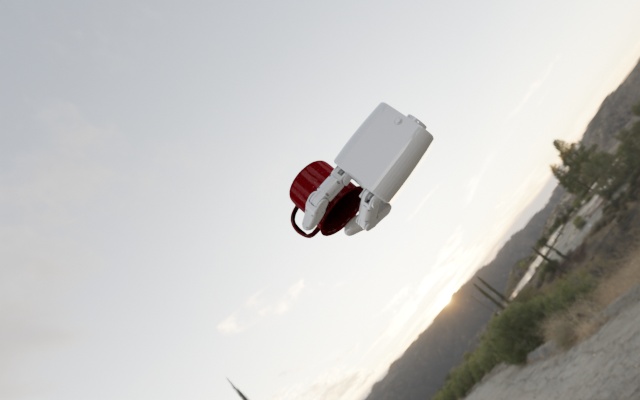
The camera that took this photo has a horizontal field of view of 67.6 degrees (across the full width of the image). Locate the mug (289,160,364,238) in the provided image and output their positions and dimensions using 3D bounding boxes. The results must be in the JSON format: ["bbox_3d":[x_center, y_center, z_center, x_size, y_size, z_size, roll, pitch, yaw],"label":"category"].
[{"bbox_3d":[-0.001,0.003,0.720,0.081,0.117,0.093,41,8,25],"label":"mug"}]
